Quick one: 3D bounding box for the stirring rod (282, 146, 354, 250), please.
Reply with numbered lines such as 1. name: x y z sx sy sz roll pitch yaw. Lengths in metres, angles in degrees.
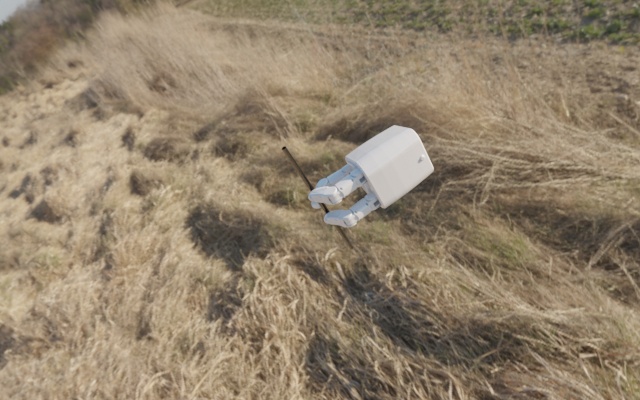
1. stirring rod: 0.000 0.003 0.800 0.011 0.011 0.240 0 -44 41
